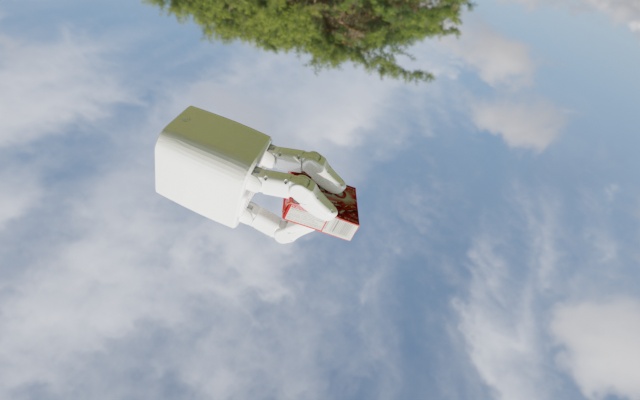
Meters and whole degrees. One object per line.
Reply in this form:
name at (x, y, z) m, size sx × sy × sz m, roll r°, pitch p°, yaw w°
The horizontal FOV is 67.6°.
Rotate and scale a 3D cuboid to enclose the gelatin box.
gelatin box at (0.000, 0.002, 0.566) m, size 0.089 × 0.030 × 0.073 m, roll 19°, pitch 35°, yaw -15°
